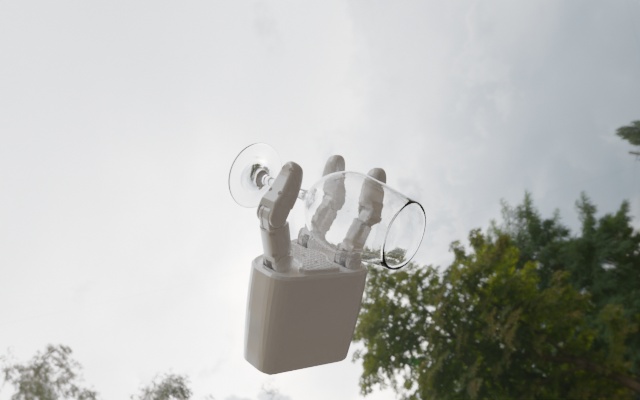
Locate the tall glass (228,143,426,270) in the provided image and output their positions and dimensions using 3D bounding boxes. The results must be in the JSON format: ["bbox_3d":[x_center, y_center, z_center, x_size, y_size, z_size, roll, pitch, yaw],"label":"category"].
[{"bbox_3d":[0.000,0.001,0.462,0.201,0.079,0.079,22,14,40],"label":"tall glass"}]
